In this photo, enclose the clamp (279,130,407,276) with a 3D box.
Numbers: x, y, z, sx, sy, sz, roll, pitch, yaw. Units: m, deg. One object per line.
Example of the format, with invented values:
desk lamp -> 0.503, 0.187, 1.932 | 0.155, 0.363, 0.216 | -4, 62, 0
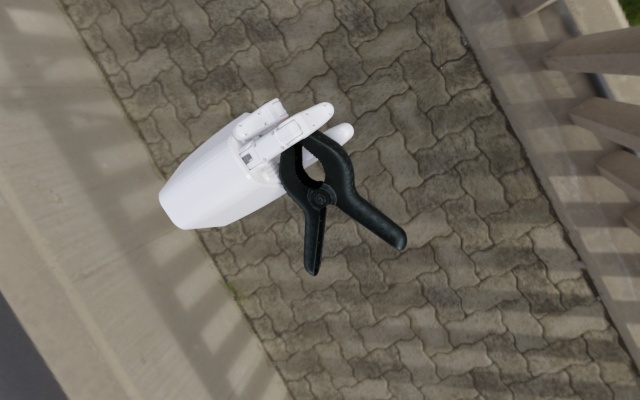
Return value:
clamp -> 0.000, 0.002, 0.503 | 0.120, 0.171, 0.039 | -31, 6, 20
